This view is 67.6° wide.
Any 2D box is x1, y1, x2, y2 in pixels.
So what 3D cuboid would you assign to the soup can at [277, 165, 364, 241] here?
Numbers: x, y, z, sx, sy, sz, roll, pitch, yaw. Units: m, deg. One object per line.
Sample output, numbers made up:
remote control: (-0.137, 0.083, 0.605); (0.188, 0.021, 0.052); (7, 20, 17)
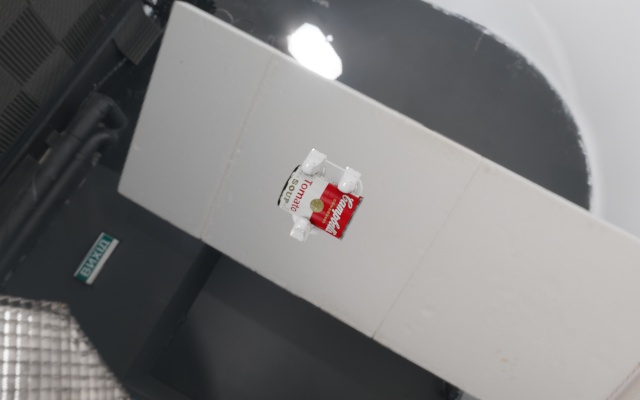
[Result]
soup can: (0.000, 0.002, 0.660); (0.102, 0.068, 0.068); (28, 2, 4)
